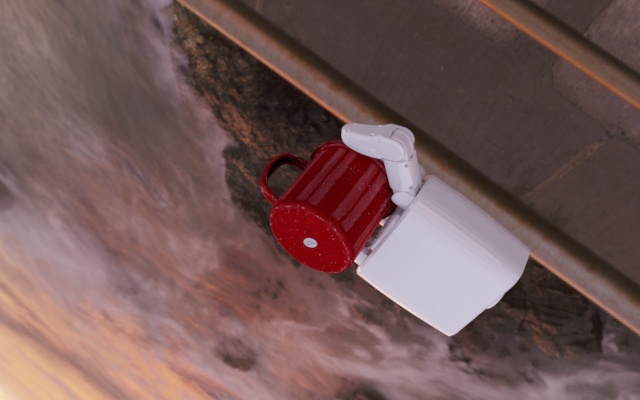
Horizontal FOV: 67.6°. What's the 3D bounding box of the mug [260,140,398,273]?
[{"bbox_3d":[-0.001,0.001,0.417,0.117,0.081,0.093,35,-36,5],"label":"mug"}]
